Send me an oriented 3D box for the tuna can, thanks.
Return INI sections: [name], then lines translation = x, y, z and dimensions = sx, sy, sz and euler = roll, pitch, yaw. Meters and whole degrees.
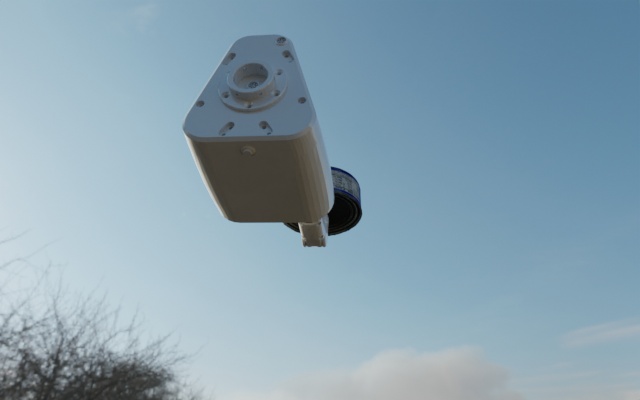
[tuna can]
translation = 0.000, 0.001, 0.499
dimensions = 0.086, 0.033, 0.086
euler = 0, -35, 0
